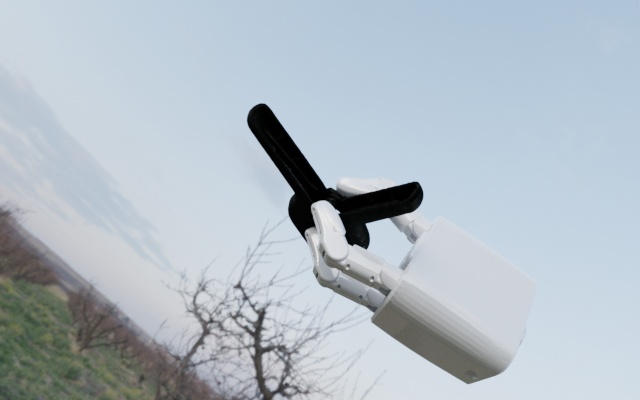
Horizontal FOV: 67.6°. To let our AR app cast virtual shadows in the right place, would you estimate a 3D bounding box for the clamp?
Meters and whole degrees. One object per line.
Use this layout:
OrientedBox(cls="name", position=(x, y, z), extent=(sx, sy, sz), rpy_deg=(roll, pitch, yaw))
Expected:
OrientedBox(cls="clamp", position=(0.001, 0.001, 0.466), extent=(0.164, 0.036, 0.210), rpy_deg=(33, -26, 11))
